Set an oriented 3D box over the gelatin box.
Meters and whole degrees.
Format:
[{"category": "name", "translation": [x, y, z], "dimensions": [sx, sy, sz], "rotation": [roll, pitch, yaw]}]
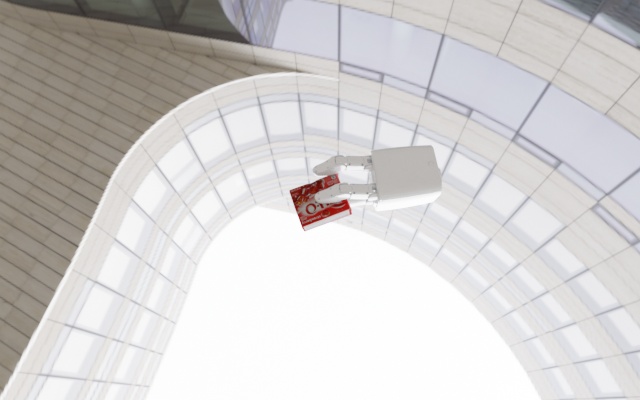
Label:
[{"category": "gelatin box", "translation": [0.000, 0.003, 0.809], "dimensions": [0.089, 0.073, 0.030], "rotation": [-21, -24, 0]}]
